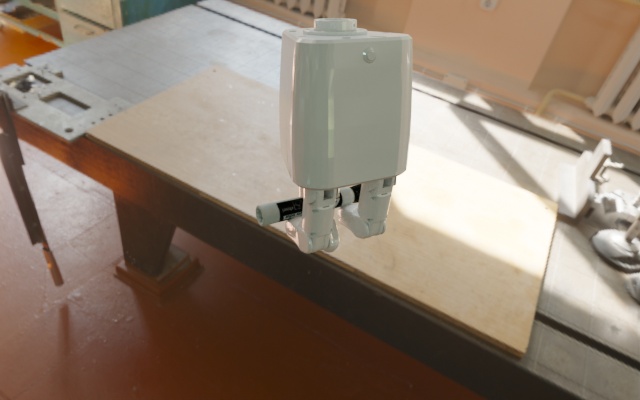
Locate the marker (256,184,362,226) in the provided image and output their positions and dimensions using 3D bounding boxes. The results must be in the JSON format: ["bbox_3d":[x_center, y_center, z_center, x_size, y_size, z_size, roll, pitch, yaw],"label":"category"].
[{"bbox_3d":[0.000,0.001,0.437,0.121,0.020,0.020,-13,6,-26],"label":"marker"}]
